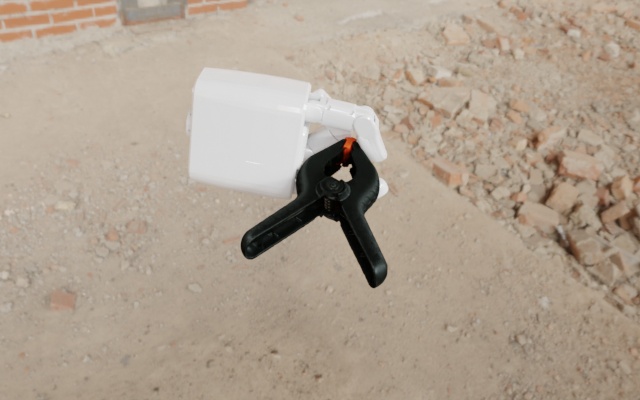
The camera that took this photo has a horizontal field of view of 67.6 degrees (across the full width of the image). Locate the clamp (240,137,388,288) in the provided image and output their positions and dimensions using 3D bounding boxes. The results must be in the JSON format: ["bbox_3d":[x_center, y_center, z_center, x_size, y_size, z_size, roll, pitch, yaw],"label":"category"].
[{"bbox_3d":[0.000,0.001,0.432,0.120,0.039,0.171,10,42,-2],"label":"clamp"}]
